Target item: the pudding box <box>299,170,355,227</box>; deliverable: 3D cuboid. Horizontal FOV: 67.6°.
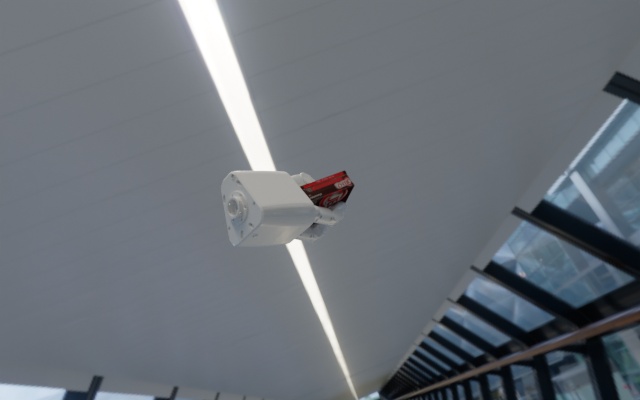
[{"bbox_3d":[0.000,0.003,0.820,0.090,0.039,0.113,-20,-21,-23],"label":"pudding box"}]
